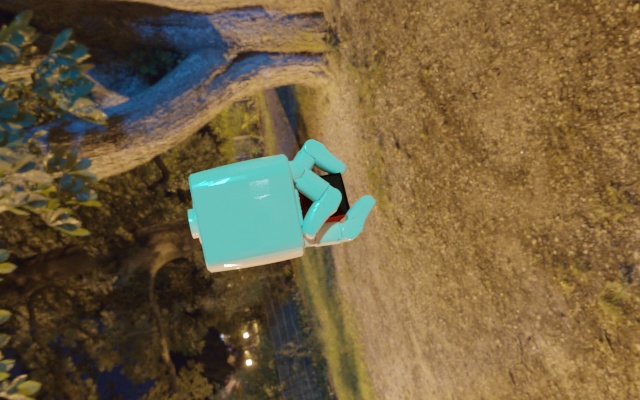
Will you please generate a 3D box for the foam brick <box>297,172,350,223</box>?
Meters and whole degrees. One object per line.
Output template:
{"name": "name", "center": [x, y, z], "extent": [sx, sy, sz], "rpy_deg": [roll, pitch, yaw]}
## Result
{"name": "foam brick", "center": [0.000, 0.002, 0.590], "extent": [0.051, 0.053, 0.078], "rpy_deg": [-12, -9, -10]}
